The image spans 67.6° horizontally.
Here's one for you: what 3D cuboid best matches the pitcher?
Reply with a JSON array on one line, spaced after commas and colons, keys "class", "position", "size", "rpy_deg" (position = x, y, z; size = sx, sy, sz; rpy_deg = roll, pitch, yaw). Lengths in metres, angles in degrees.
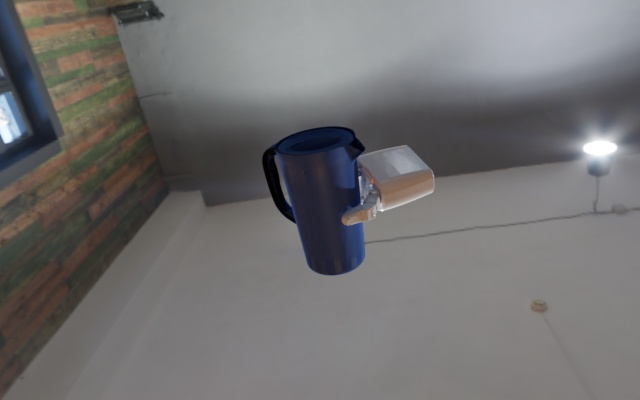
[{"class": "pitcher", "position": [0.000, 0.003, 0.825], "size": [0.145, 0.243, 0.149], "rpy_deg": [-18, 26, -16]}]
